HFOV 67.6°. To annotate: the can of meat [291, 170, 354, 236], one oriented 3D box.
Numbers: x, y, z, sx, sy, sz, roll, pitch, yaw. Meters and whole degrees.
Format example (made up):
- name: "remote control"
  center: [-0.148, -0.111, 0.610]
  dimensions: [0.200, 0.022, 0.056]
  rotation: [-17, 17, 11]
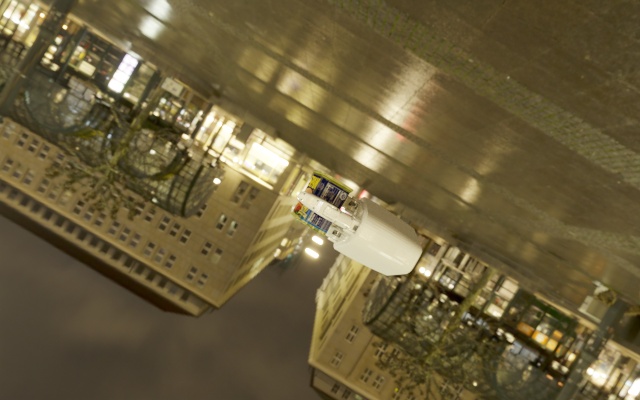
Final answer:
- name: "can of meat"
  center: [0.000, 0.003, 0.759]
  dimensions: [0.057, 0.084, 0.102]
  rotation: [30, 1, -13]
